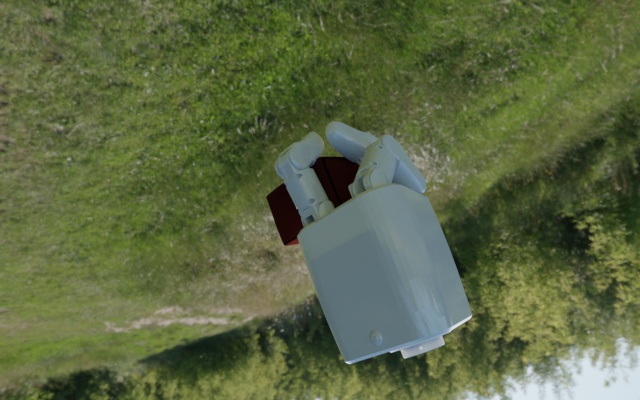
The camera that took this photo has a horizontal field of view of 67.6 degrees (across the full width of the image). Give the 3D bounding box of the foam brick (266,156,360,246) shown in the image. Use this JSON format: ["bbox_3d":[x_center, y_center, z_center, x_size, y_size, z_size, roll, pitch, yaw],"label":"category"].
[{"bbox_3d":[0.000,0.001,0.424,0.078,0.051,0.053,-33,-18,38],"label":"foam brick"}]
